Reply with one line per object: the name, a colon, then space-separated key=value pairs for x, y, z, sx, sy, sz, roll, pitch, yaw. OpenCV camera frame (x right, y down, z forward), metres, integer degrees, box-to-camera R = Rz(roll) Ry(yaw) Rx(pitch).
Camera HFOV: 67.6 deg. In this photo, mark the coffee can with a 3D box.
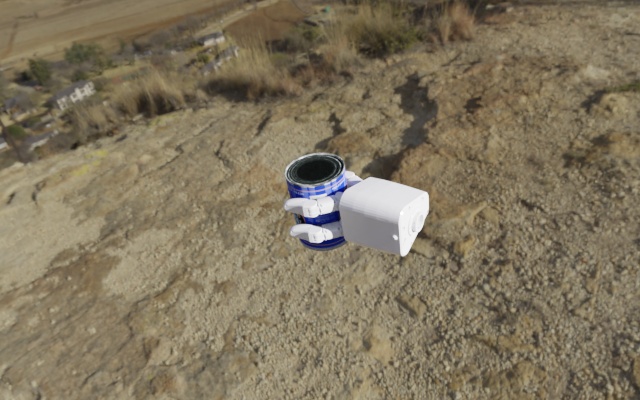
coffee can: x=0.000 y=0.003 z=0.834 sx=0.103 sy=0.140 sz=0.102 roll=-7 pitch=36 yaw=5
